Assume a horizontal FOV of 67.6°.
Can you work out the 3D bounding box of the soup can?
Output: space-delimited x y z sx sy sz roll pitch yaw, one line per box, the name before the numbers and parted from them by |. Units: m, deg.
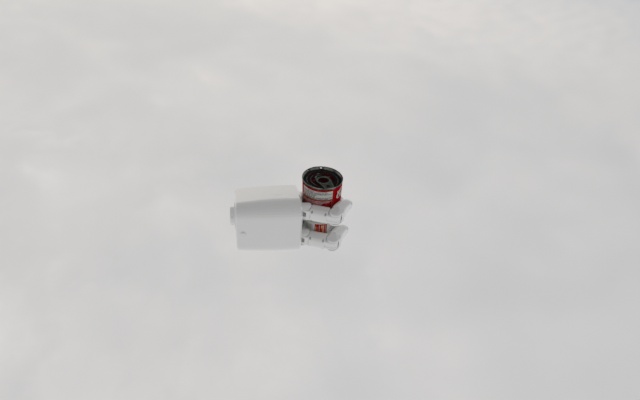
soup can | 0.001 0.003 0.808 0.068 0.102 0.068 3 36 -2
